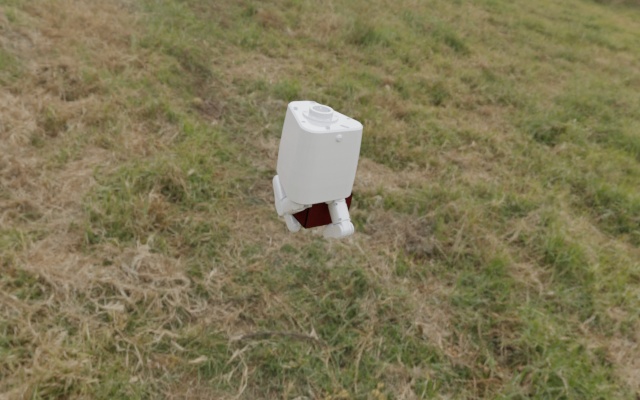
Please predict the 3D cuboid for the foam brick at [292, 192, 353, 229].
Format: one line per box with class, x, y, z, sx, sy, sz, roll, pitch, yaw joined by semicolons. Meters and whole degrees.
foam brick;0.000;0.002;0.715;0.078;0.051;0.053;-10;37;-32
